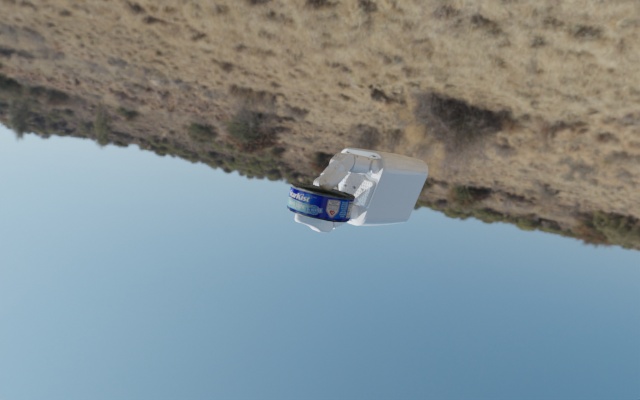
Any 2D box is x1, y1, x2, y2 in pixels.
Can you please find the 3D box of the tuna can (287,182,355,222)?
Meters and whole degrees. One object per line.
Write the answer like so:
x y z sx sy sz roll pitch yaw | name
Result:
0.000 0.003 0.621 0.086 0.034 0.086 12 7 -2 | tuna can
